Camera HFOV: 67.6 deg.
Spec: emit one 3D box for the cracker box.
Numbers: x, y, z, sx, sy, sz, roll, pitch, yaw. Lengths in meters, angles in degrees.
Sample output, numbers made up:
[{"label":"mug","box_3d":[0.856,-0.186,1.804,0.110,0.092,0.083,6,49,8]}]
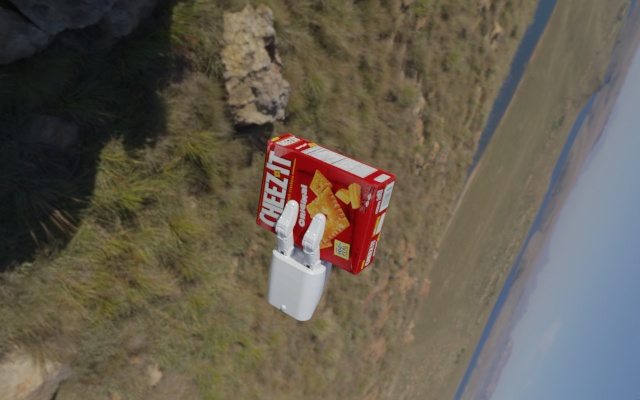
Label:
[{"label":"cracker box","box_3d":[0.000,0.003,0.795,0.213,0.164,0.072,24,28,25]}]
